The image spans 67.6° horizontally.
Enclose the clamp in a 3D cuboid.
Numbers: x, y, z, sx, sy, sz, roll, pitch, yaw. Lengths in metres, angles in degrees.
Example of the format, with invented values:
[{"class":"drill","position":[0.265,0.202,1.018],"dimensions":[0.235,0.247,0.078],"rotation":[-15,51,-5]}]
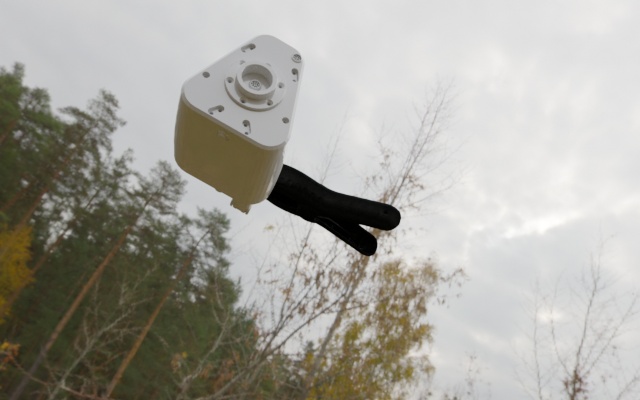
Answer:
[{"class":"clamp","position":[0.000,0.001,0.486],"dimensions":[0.171,0.039,0.120],"rotation":[27,-26,-5]}]
